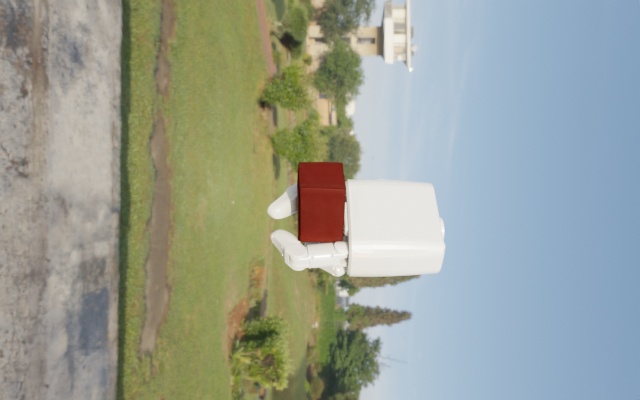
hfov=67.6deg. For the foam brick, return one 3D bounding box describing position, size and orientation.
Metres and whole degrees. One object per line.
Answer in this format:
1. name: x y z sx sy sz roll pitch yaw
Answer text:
1. foam brick: 0.000 0.002 0.535 0.051 0.078 0.053 0 37 -1
